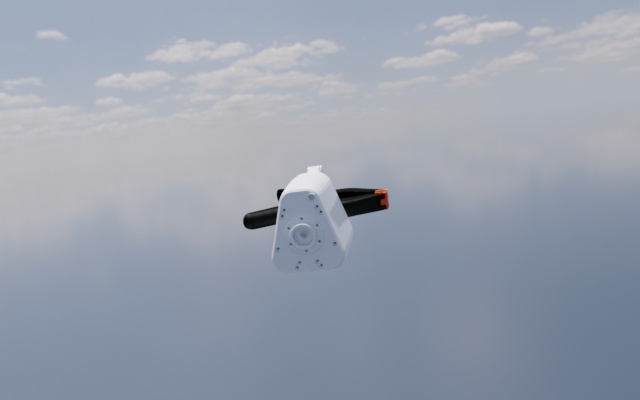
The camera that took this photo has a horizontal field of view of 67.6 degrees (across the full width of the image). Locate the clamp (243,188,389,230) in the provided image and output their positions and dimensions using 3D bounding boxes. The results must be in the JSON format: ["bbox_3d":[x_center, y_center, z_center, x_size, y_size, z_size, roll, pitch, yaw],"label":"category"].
[{"bbox_3d":[0.001,0.002,0.745,0.210,0.036,0.164,-6,15,8],"label":"clamp"}]
